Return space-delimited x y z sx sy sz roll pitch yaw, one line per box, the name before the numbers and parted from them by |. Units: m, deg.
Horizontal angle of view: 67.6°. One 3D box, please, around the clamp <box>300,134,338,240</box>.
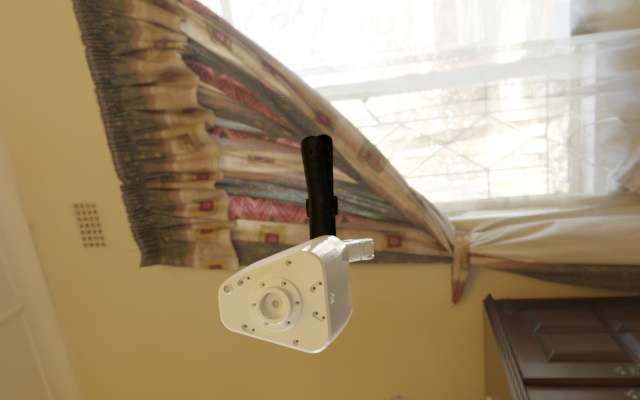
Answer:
clamp | 0.000 0.002 0.554 0.039 0.171 0.120 -5 0 13
